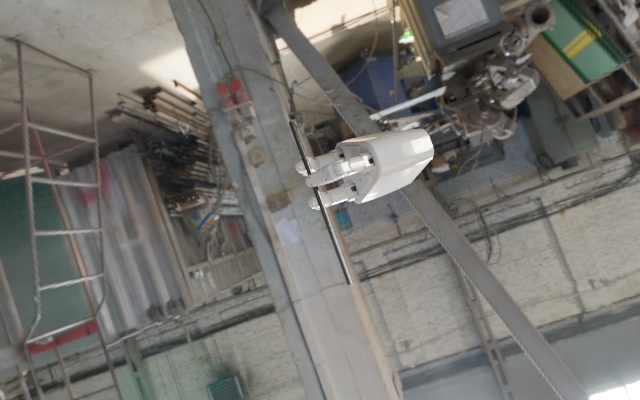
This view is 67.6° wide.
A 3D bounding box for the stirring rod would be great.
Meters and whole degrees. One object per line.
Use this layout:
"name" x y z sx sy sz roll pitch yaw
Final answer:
"stirring rod" 0.000 0.002 0.663 0.011 0.239 0.011 -20 -3 -1
